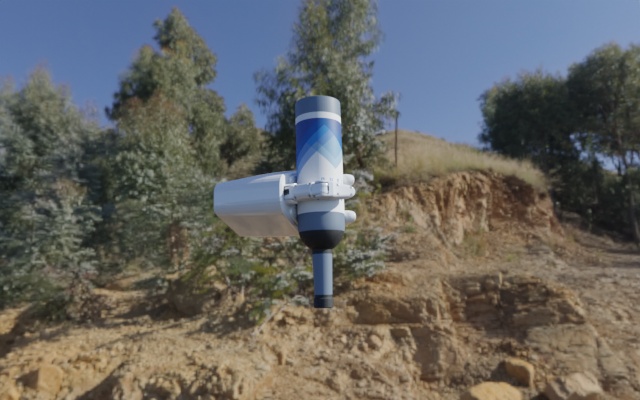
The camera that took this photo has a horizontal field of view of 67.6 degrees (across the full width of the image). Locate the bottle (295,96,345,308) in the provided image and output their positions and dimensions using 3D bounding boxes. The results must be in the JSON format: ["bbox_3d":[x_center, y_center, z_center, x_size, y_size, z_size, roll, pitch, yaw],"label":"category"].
[{"bbox_3d":[0.000,0.002,0.680,0.069,0.295,0.069,-2,-10,0],"label":"bottle"}]
